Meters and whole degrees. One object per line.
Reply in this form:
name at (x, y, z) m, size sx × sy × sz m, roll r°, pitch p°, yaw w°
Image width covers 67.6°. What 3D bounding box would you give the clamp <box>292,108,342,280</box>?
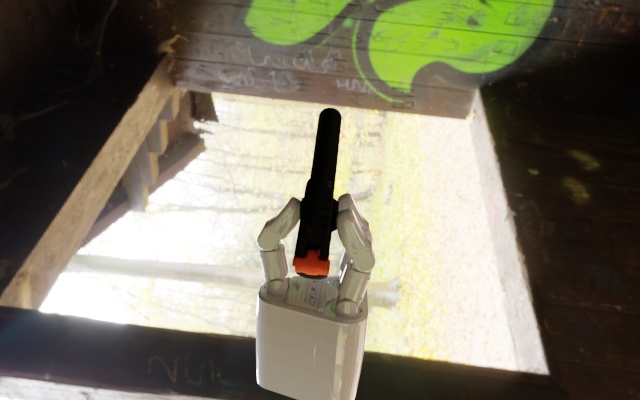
clamp at (-0.001, 0.002, 0.454) m, size 0.036 × 0.164 × 0.210 m, roll 4°, pitch 16°, yaw 3°
